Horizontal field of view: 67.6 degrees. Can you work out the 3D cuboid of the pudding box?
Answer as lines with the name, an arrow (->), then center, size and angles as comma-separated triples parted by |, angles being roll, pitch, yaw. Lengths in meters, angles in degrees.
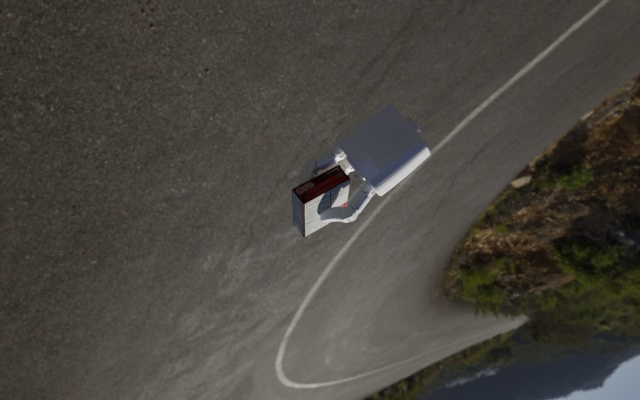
pudding box -> 0.000, 0.003, 0.782 | 0.090, 0.039, 0.114 | -28, -29, -18
